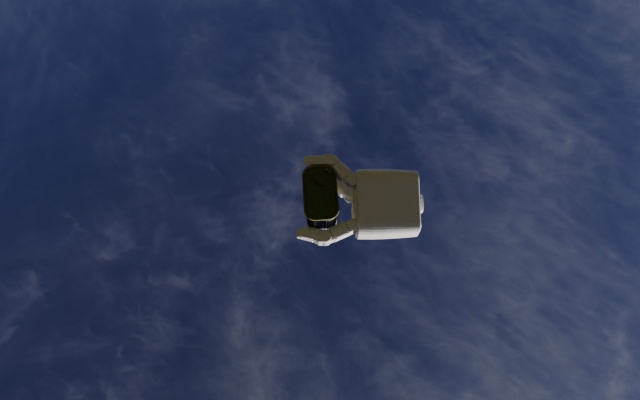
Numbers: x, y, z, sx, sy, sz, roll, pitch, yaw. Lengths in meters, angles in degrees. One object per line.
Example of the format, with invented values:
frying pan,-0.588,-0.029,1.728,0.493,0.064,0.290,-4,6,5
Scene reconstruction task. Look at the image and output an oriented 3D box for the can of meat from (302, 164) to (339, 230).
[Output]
can of meat,0.000,0.003,0.817,0.057,0.102,0.084,-4,-25,-1
